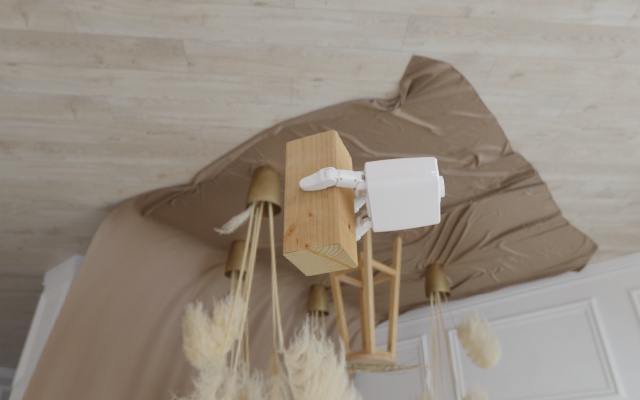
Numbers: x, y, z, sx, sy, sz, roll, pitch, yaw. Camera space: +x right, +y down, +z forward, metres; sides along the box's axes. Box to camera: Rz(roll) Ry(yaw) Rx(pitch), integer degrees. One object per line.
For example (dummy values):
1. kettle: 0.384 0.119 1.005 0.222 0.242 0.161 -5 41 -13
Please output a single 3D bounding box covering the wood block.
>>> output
1. wood block: 0.000 0.002 0.764 0.090 0.206 0.091 -12 -34 18
